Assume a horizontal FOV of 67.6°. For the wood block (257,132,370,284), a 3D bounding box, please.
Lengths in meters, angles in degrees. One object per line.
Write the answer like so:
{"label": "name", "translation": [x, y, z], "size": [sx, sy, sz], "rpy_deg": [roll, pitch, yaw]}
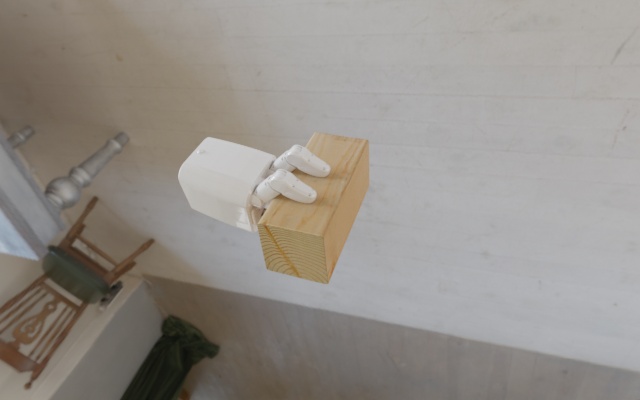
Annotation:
{"label": "wood block", "translation": [0.000, 0.002, 0.668], "size": [0.090, 0.091, 0.206], "rpy_deg": [11, 44, 17]}
